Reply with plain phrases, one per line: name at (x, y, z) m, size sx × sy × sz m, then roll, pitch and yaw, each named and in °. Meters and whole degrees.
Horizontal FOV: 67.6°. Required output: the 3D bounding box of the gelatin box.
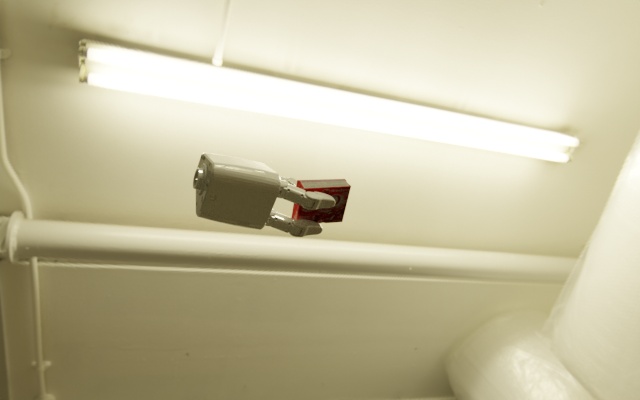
gelatin box at (0.000, 0.002, 0.795) m, size 0.089 × 0.073 × 0.030 m, roll -3°, pitch 34°, yaw -23°
